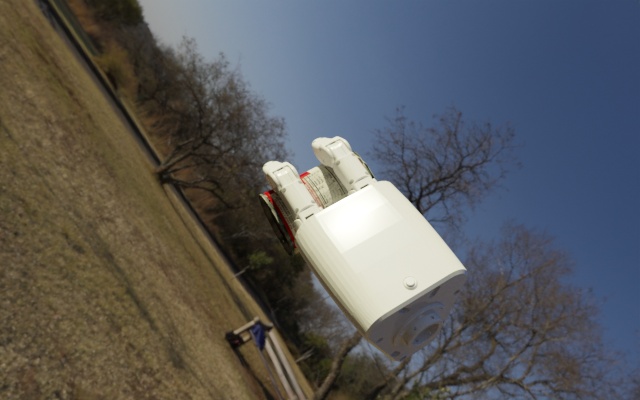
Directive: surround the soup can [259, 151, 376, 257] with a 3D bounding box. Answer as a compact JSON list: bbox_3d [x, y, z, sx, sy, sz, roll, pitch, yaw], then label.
[{"bbox_3d":[0.000,0.001,0.471,0.102,0.068,0.068,-28,6,-12],"label":"soup can"}]
